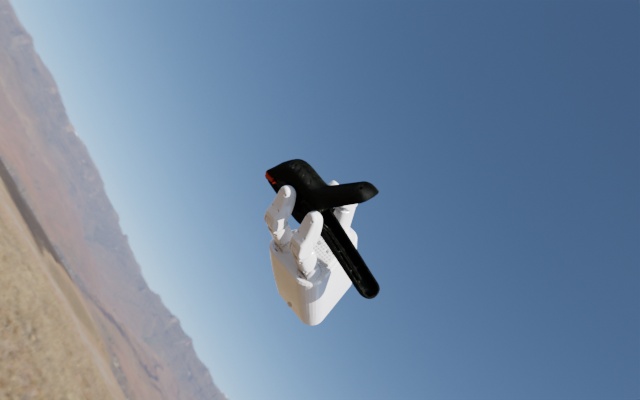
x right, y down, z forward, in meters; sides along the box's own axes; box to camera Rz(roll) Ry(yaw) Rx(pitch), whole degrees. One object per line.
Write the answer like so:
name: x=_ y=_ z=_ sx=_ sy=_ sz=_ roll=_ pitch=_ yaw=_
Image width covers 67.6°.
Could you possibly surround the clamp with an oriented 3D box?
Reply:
clamp: x=0.000 y=0.001 z=0.567 sx=0.036 sy=0.165 sz=0.210 roll=-28 pitch=51 yaw=-26
